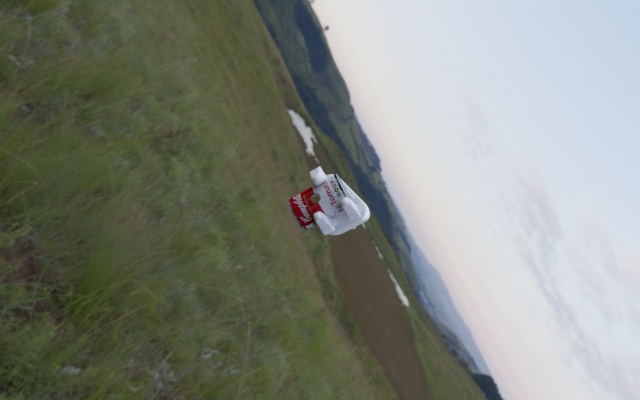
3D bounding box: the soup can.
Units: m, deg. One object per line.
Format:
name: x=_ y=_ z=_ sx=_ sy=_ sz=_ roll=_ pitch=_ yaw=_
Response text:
soup can: x=0.000 y=0.003 z=0.887 sx=0.102 sy=0.068 sz=0.068 roll=-28 pitch=-4 yaw=8
